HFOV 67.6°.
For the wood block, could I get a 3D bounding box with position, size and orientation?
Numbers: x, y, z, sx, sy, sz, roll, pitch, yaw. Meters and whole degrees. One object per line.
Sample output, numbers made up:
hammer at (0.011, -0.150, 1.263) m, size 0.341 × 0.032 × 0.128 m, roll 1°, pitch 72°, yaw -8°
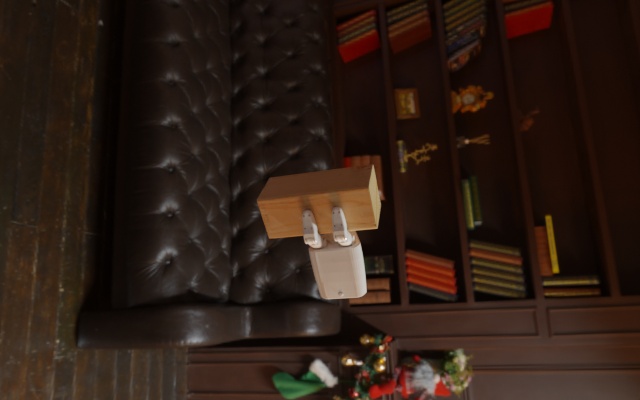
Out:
wood block at (0.000, 0.003, 0.888) m, size 0.206 × 0.090 × 0.090 m, roll -6°, pitch 28°, yaw 15°
